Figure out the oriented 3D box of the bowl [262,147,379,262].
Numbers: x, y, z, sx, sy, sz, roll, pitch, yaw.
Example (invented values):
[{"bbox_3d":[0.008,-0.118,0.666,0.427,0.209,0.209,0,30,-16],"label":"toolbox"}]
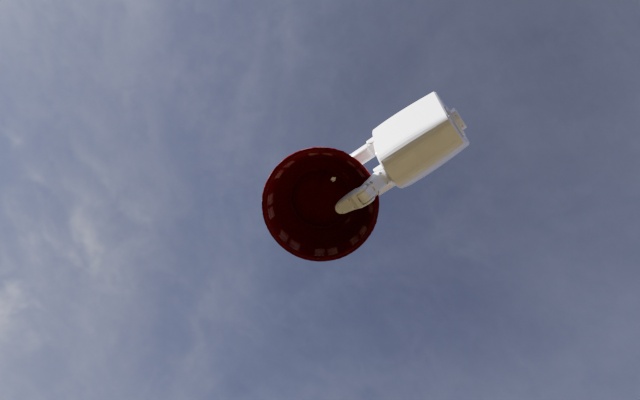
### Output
[{"bbox_3d":[-0.001,0.003,0.680,0.162,0.162,0.055,0,12,0],"label":"bowl"}]
